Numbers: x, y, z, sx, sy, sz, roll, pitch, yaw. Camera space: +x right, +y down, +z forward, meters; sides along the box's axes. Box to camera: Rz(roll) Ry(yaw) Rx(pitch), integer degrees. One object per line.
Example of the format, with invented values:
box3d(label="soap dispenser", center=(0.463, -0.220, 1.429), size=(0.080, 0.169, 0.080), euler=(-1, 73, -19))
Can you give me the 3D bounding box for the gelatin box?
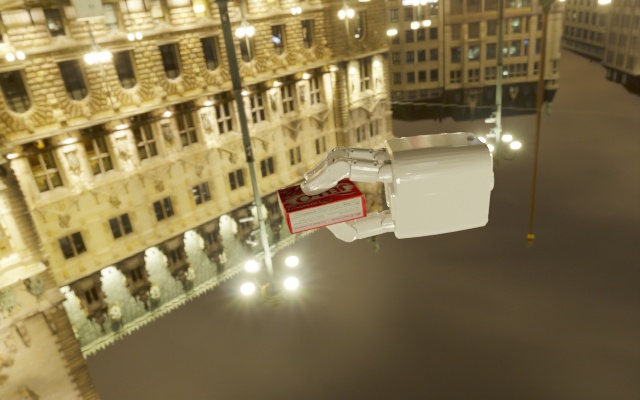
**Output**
box3d(label="gelatin box", center=(0.000, 0.002, 0.544), size=(0.089, 0.030, 0.073), euler=(-14, 24, -8))
